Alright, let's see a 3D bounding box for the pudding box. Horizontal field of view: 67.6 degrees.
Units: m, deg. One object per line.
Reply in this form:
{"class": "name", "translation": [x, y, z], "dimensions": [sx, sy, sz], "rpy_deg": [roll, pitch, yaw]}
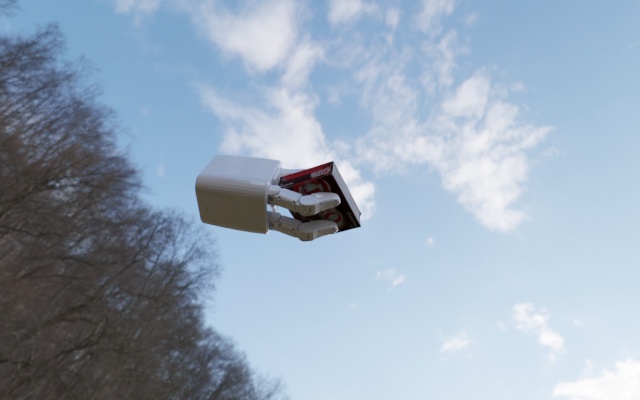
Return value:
{"class": "pudding box", "translation": [0.000, 0.002, 0.716], "dimensions": [0.090, 0.039, 0.114], "rpy_deg": [-16, -50, 21]}
